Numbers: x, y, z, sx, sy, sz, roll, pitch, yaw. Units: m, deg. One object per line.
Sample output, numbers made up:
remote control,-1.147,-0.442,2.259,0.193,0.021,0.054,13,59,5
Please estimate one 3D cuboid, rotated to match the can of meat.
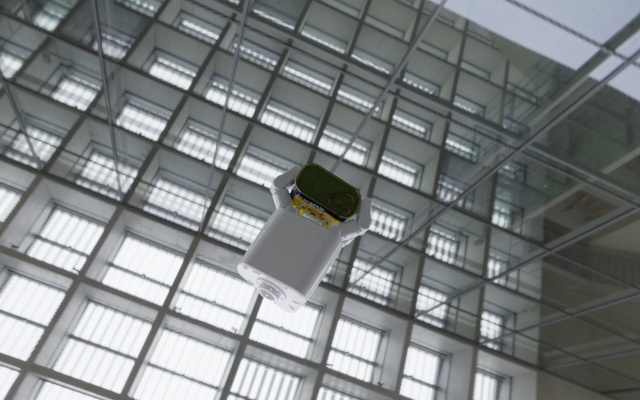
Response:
can of meat,0.000,0.002,0.737,0.102,0.057,0.084,32,-32,-2
